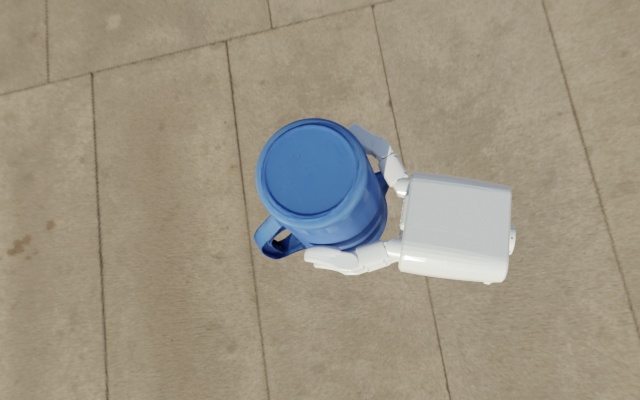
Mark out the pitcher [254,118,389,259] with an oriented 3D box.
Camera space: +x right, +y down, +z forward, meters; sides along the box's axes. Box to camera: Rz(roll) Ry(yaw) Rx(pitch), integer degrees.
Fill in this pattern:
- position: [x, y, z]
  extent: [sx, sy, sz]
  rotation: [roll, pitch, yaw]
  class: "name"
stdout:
- position: [0.000, 0.002, 0.552]
  extent: [0.145, 0.149, 0.243]
  rotation: [11, -9, 11]
  class: "pitcher"
